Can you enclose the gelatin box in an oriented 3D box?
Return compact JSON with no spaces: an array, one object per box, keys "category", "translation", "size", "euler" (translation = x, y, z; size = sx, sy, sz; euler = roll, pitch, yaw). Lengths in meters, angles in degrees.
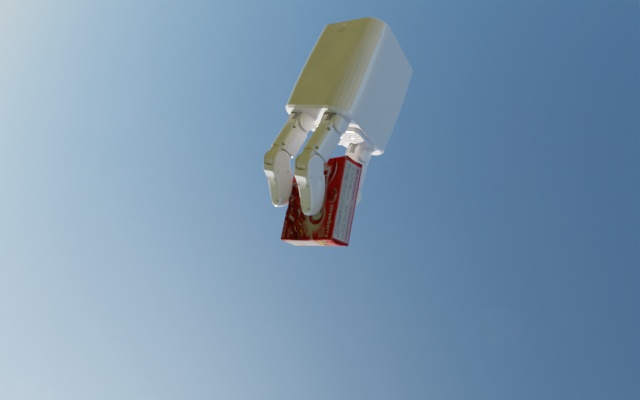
[{"category":"gelatin box","translation":[0.000,0.002,0.491],"size":[0.073,0.089,0.030],"euler":[-4,-21,44]}]
